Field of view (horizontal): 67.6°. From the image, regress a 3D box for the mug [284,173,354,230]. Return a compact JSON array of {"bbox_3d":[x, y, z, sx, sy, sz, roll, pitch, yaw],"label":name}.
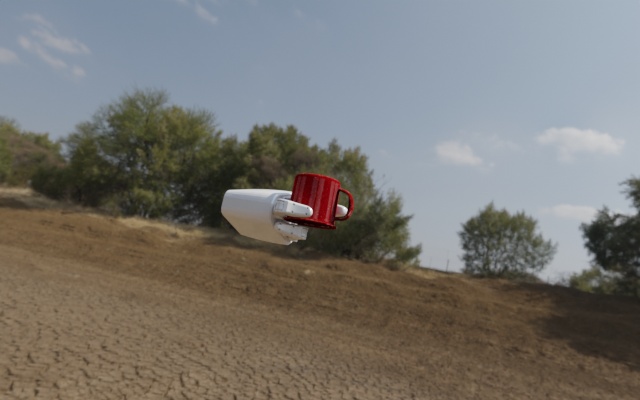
[{"bbox_3d":[0.001,0.003,0.821,0.117,0.081,0.093,7,-10,22],"label":"mug"}]
